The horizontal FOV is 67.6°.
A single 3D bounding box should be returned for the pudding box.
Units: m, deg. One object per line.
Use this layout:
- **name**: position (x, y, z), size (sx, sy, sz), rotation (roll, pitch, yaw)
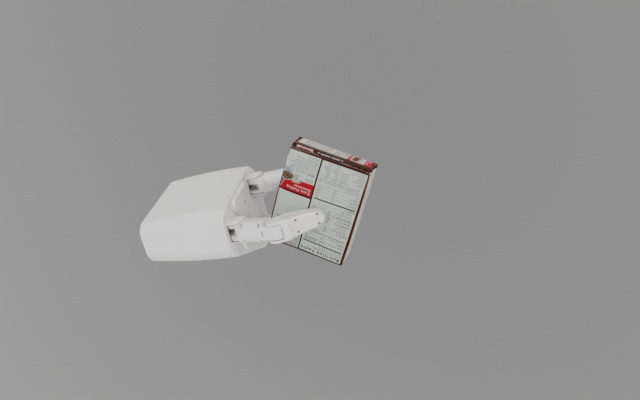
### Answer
- **pudding box**: position (0.000, 0.002, 0.501), size (0.090, 0.113, 0.039), rotation (20, 25, 9)
